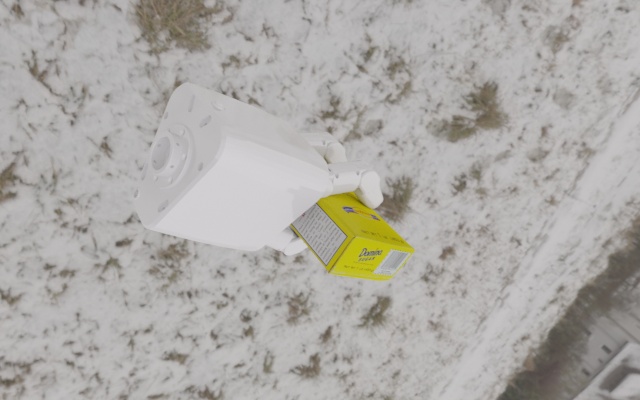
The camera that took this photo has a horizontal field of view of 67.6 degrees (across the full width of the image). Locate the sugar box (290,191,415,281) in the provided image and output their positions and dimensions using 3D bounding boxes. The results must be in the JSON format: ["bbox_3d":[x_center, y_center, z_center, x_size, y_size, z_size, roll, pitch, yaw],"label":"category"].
[{"bbox_3d":[0.000,0.001,0.455,0.093,0.048,0.176,17,25,-48],"label":"sugar box"}]
